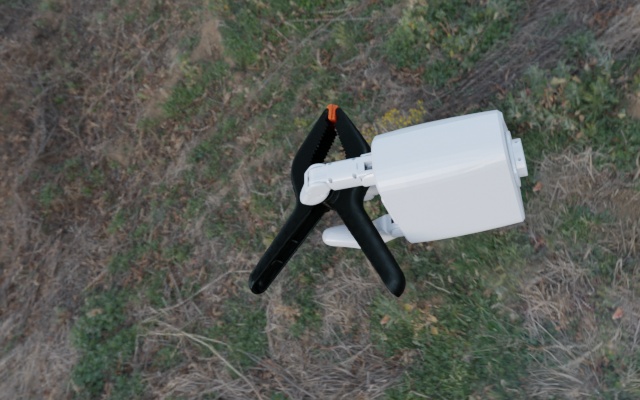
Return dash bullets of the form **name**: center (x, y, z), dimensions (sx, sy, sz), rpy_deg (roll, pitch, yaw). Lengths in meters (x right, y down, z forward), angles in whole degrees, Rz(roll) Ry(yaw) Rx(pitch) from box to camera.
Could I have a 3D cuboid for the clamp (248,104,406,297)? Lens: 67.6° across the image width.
- **clamp**: center (0.000, 0.001, 0.491), dimensions (0.164, 0.210, 0.036), rpy_deg (-11, -24, 23)
